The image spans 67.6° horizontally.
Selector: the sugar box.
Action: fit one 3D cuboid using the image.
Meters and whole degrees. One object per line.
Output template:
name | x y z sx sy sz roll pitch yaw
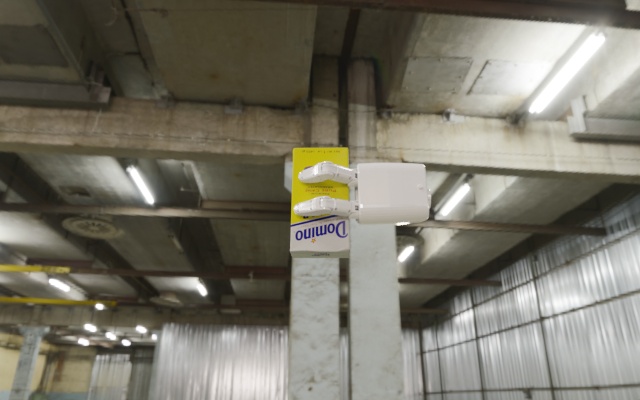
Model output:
sugar box | 0.000 0.002 0.763 0.093 0.176 0.048 -1 -23 2
